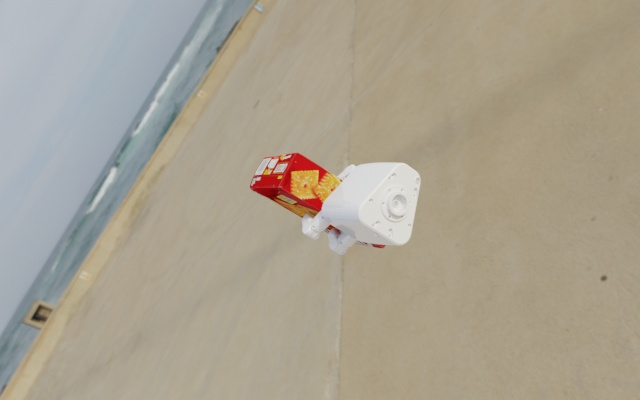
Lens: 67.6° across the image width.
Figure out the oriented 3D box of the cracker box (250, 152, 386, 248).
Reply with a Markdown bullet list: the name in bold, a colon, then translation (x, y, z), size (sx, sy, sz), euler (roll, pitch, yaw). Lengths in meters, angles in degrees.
- **cracker box**: translation (0.000, 0.002, 0.821), size (0.214, 0.072, 0.164), euler (32, -12, -23)
